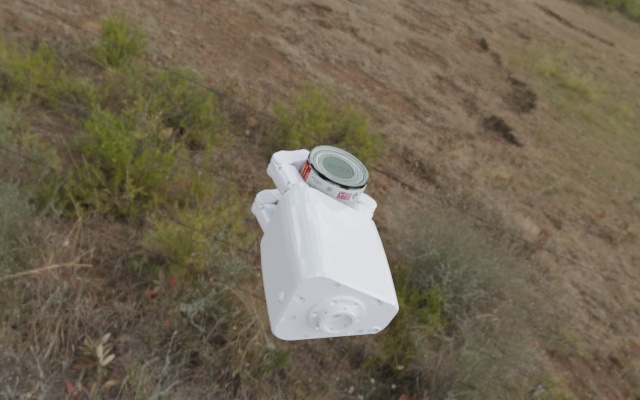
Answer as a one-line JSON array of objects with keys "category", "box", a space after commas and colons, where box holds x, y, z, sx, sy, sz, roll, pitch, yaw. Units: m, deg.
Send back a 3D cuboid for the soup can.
[{"category": "soup can", "box": [0.000, 0.001, 0.508, 0.068, 0.102, 0.068, 18, 36, -13]}]
